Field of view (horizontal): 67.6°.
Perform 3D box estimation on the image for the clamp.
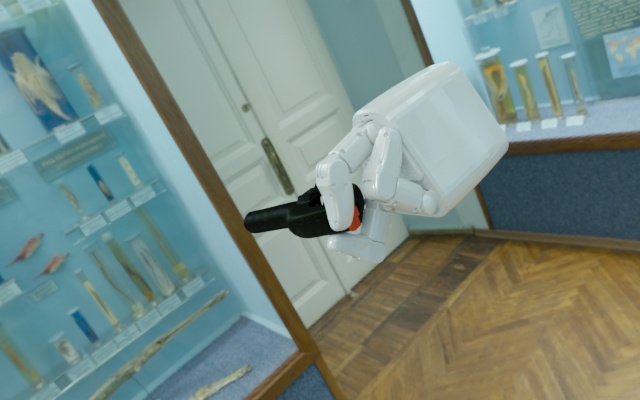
[{"bbox_3d":[0.000,0.001,0.494,0.120,0.039,0.171,-39,22,-25],"label":"clamp"}]
